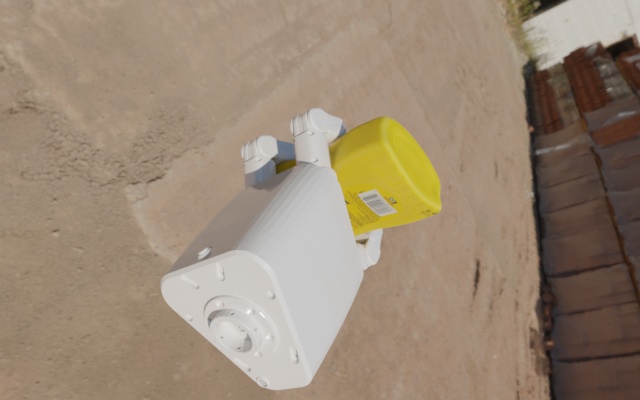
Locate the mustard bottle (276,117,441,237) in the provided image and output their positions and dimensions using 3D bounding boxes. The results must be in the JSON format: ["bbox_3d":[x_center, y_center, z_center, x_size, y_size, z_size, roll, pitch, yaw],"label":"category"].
[{"bbox_3d":[0.000,0.001,0.420,0.192,0.058,0.096,-21,-45,32],"label":"mustard bottle"}]
